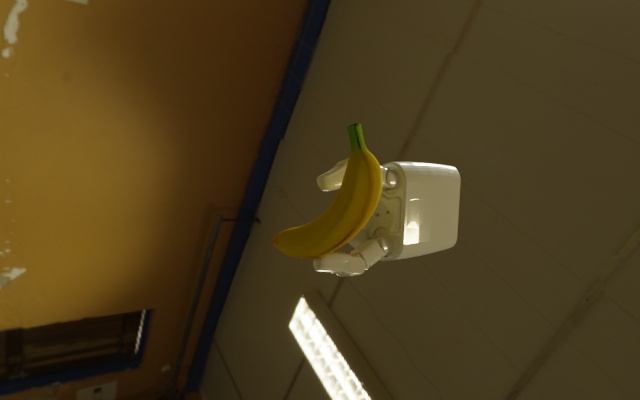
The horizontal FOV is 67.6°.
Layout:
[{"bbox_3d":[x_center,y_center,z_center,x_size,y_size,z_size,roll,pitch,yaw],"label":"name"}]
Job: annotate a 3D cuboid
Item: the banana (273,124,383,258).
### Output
[{"bbox_3d":[0.009,0.015,0.476,0.037,0.069,0.198,-4,-34,-36],"label":"banana"}]
